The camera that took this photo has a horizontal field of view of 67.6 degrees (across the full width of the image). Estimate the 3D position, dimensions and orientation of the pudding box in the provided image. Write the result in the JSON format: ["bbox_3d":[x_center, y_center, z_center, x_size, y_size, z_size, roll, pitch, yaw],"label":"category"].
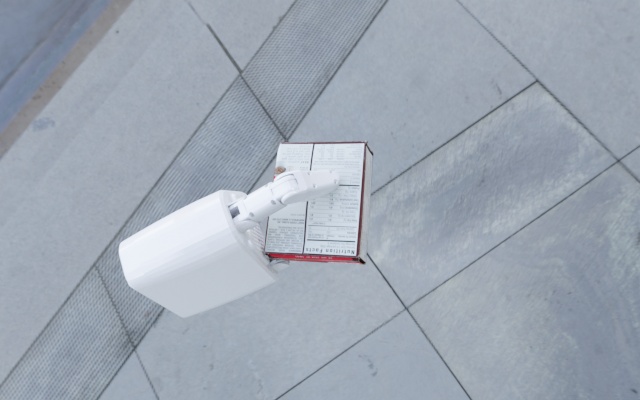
[{"bbox_3d":[0.000,0.001,0.446,0.090,0.113,0.039,2,-14,15],"label":"pudding box"}]
